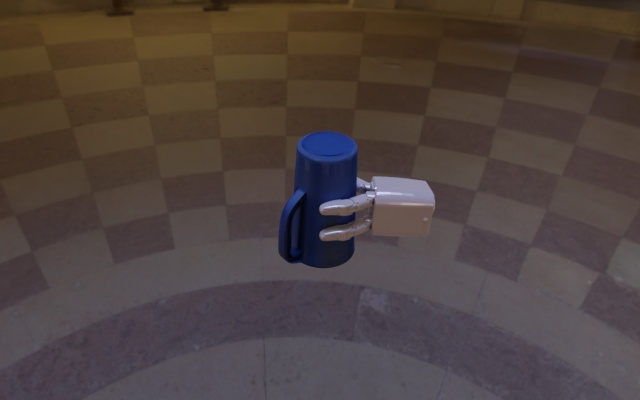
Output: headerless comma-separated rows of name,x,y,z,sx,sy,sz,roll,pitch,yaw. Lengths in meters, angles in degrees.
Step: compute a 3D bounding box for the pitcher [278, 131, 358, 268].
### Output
pitcher,0.000,0.003,0.895,0.145,0.243,0.149,4,35,2
